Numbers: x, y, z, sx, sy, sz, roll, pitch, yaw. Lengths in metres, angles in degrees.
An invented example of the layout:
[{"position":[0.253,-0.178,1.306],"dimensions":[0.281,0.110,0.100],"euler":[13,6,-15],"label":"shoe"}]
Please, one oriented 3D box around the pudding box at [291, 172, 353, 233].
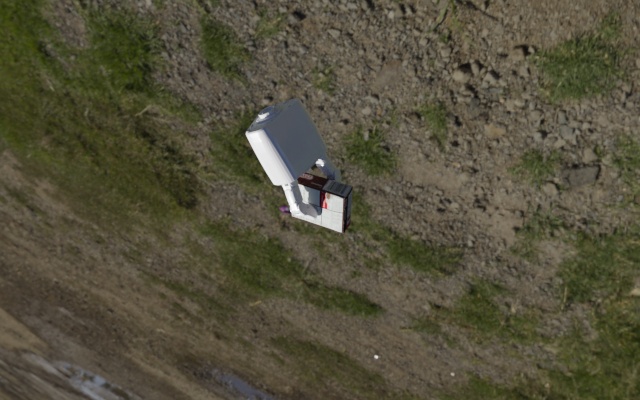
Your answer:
[{"position":[0.000,0.003,0.876],"dimensions":[0.113,0.090,0.039],"euler":[19,45,20],"label":"pudding box"}]
